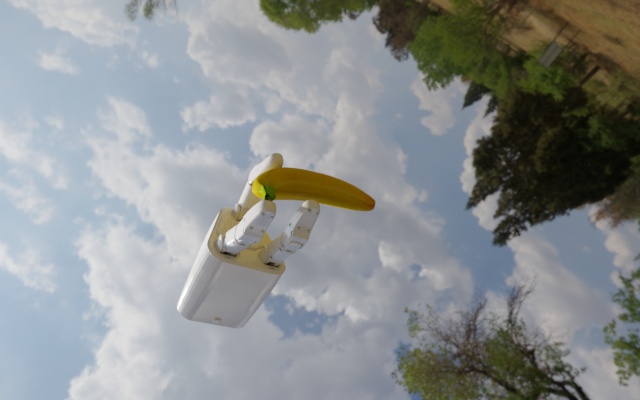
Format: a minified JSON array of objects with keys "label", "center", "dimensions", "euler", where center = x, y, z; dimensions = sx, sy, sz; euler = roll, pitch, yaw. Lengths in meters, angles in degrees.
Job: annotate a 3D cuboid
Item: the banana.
[{"label":"banana","center":[-0.013,-0.010,0.565],"dimensions":[0.198,0.037,0.069],"euler":[2,37,-49]}]
